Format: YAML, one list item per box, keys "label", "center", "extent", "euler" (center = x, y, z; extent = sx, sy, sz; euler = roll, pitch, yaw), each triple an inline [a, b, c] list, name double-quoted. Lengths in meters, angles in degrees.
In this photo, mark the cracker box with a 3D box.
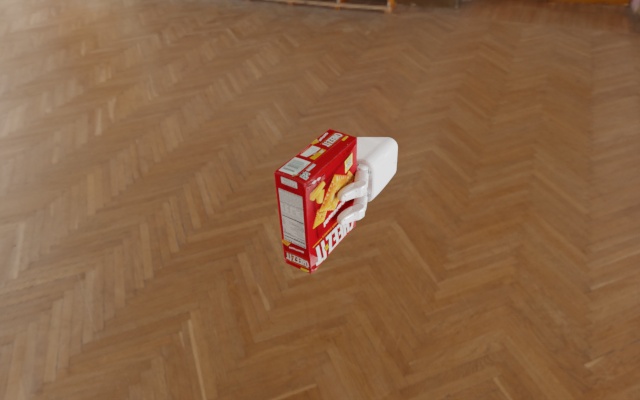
- label: "cracker box"
  center: [0.000, 0.003, 0.874]
  extent: [0.072, 0.214, 0.164]
  euler: [22, 45, 28]
